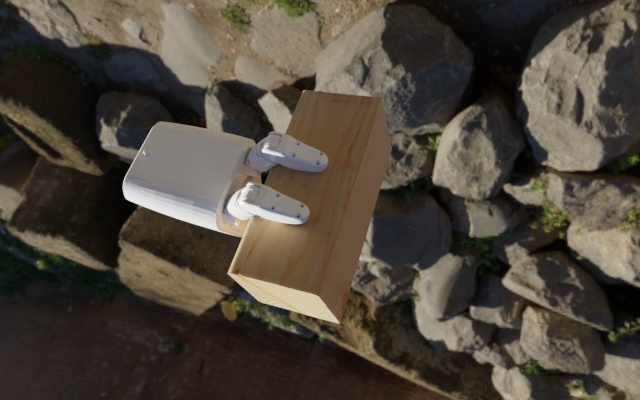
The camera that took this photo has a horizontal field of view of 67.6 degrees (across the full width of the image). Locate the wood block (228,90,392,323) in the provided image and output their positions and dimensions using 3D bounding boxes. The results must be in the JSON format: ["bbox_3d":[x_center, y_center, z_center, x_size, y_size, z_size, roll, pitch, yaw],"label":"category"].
[{"bbox_3d":[0.000,0.002,0.476,0.090,0.206,0.091,10,-25,20],"label":"wood block"}]
